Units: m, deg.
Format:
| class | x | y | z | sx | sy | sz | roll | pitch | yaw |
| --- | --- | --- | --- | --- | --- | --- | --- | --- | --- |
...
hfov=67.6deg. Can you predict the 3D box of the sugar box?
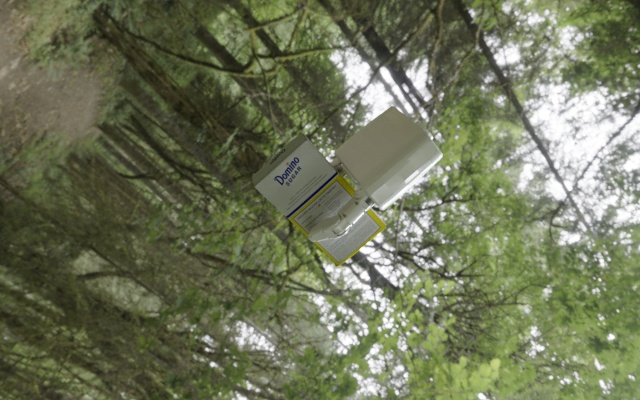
| class | x | y | z | sx | sy | sz | roll | pitch | yaw |
| --- | --- | --- | --- | --- | --- | --- | --- | --- | --- |
| sugar box | 0.000 | 0.002 | 0.652 | 0.093 | 0.176 | 0.048 | -41 | 23 | 6 |
